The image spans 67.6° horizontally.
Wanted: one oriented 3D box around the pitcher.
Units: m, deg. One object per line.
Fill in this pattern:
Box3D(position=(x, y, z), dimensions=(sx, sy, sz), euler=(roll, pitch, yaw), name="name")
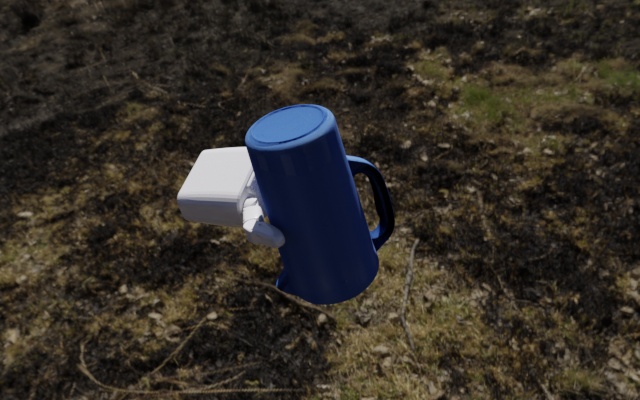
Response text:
Box3D(position=(0.000, 0.002, 0.615), dimensions=(0.145, 0.243, 0.149), euler=(3, 39, 25), name="pitcher")
